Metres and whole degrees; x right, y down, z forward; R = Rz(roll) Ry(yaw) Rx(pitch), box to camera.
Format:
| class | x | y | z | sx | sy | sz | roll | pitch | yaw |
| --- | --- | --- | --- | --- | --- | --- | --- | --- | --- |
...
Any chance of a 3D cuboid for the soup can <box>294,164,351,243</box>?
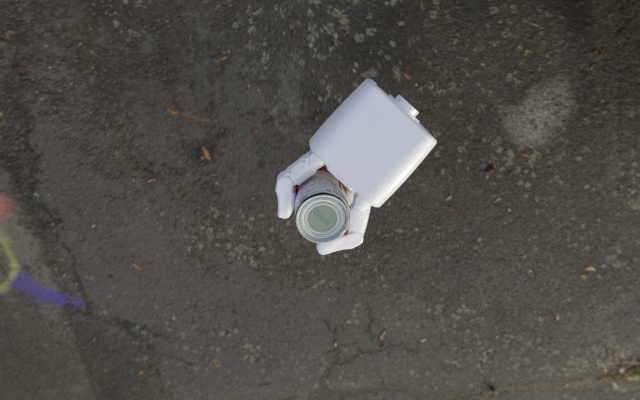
| class | x | y | z | sx | sy | sz | roll | pitch | yaw |
| --- | --- | --- | --- | --- | --- | --- | --- | --- | --- |
| soup can | 0.000 | 0.002 | 0.610 | 0.068 | 0.068 | 0.102 | 0 | 24 | -4 |
